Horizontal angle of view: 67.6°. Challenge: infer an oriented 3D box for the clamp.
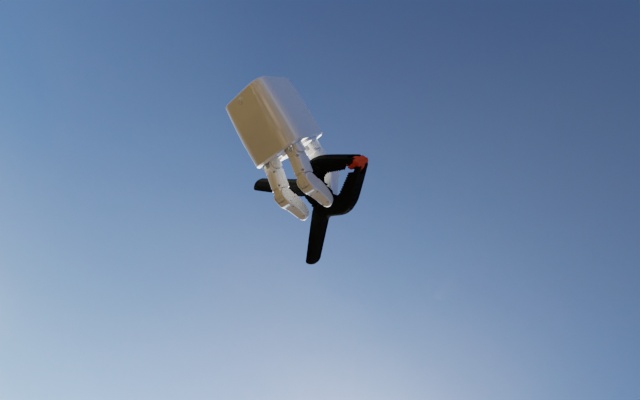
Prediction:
[{"bbox_3d":[0.001,0.002,0.725,0.210,0.164,0.036,-30,2,41],"label":"clamp"}]
